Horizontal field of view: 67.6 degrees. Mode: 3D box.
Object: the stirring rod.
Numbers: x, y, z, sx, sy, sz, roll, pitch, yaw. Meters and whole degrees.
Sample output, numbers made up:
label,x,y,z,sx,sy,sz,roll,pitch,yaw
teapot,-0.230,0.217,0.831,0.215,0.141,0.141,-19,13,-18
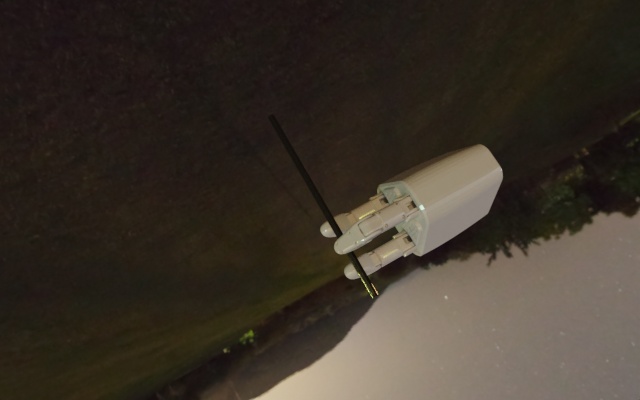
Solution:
label,x,y,z,sx,sy,sz,roll,pitch,yaw
stirring rod,0.000,0.002,0.539,0.011,0.239,0.011,-29,-13,-7
